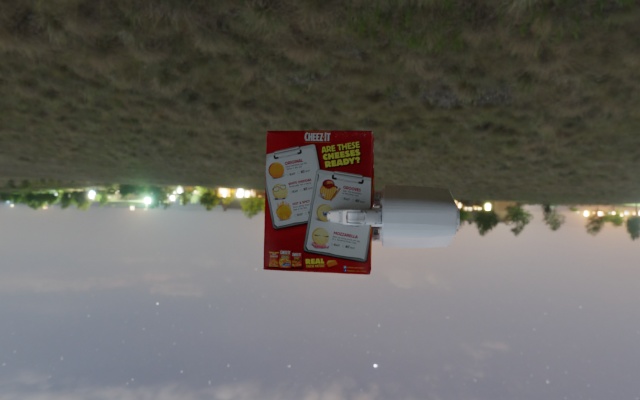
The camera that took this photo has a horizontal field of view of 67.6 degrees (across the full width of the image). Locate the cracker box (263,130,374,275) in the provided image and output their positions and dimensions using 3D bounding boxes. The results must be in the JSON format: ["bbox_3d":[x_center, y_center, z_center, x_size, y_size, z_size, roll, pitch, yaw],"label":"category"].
[{"bbox_3d":[0.000,0.003,0.741,0.164,0.213,0.072,1,0,8],"label":"cracker box"}]
